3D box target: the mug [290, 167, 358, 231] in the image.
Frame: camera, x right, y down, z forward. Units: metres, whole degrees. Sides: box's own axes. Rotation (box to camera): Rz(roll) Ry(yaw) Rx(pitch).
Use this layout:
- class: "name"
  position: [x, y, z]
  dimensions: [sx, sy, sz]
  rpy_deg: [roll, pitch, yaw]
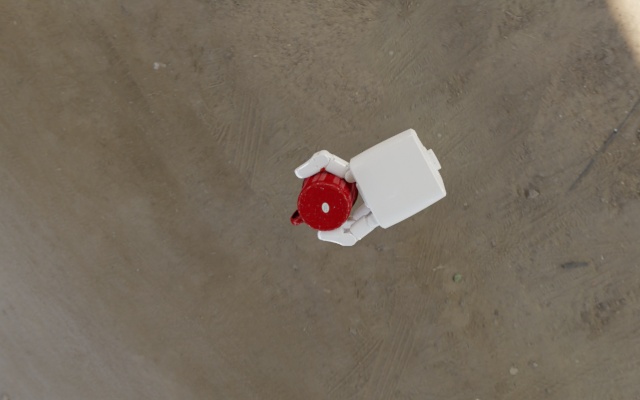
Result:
- class: "mug"
  position: [-0.001, 0.003, 0.747]
  dimensions: [0.117, 0.093, 0.081]
  rpy_deg: [-30, 13, 18]
